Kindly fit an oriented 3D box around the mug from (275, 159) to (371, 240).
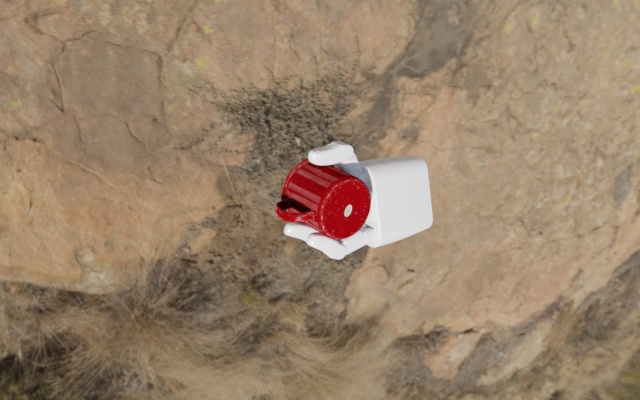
[{"bbox_3d":[-0.001,0.002,0.600,0.117,0.093,0.081,-15,26,-31],"label":"mug"}]
